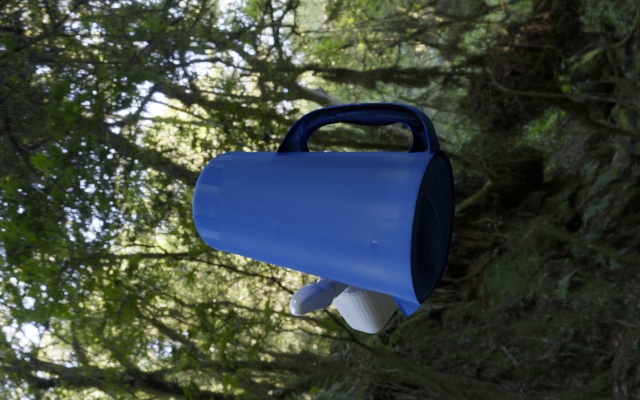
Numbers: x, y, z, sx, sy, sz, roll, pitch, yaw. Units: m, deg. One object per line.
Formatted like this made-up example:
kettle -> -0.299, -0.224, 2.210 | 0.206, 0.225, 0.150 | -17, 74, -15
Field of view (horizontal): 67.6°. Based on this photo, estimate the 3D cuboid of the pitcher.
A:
pitcher -> 0.000, 0.002, 0.463 | 0.243, 0.149, 0.145 | 7, -33, 28
